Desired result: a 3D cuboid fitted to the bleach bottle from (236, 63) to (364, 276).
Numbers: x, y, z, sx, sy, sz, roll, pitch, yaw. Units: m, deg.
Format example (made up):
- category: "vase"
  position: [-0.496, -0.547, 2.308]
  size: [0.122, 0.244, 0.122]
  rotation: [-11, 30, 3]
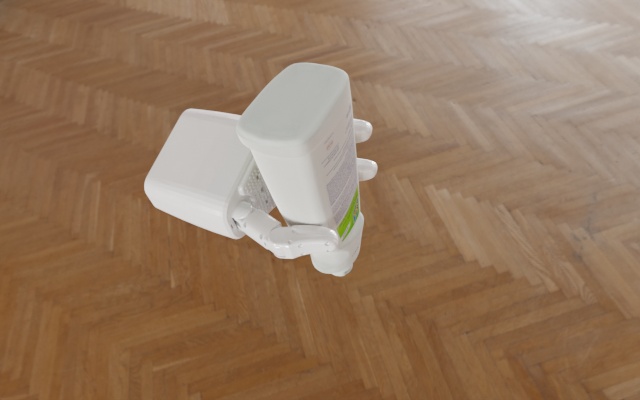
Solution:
- category: "bleach bottle"
  position: [0.000, 0.001, 0.458]
  size: [0.068, 0.102, 0.251]
  rotation: [16, -35, 24]
